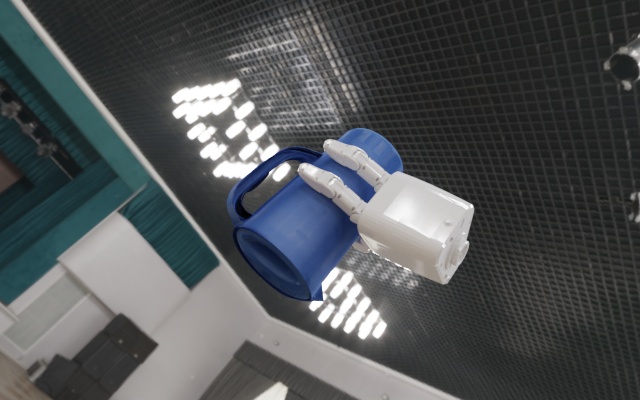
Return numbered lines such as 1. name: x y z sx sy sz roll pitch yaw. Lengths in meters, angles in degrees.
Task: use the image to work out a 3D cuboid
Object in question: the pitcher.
1. pitcher: 0.000 0.002 0.652 0.145 0.149 0.242 26 58 29
